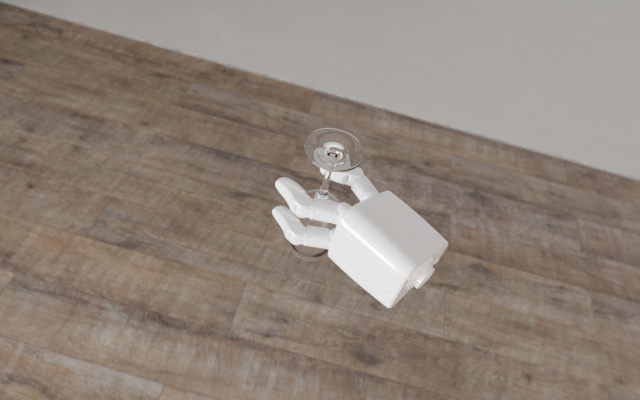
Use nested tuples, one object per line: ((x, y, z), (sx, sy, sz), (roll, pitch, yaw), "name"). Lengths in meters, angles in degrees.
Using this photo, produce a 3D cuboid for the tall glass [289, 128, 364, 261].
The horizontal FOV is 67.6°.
((0.000, 0.002, 0.646), (0.079, 0.079, 0.201), (0, -40, -13), "tall glass")
